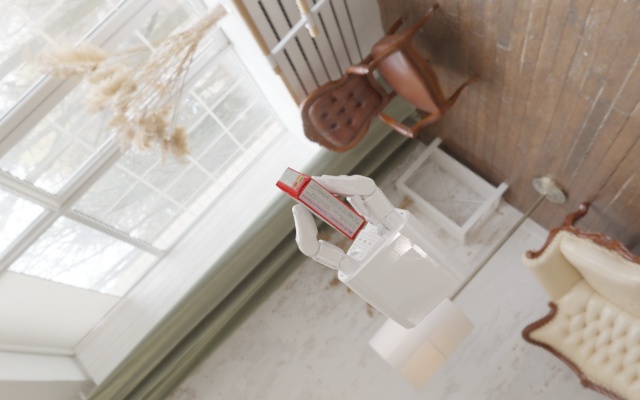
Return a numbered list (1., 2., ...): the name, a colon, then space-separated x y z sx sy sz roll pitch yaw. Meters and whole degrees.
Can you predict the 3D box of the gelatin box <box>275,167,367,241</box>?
1. gelatin box: 0.000 0.002 0.538 0.089 0.030 0.073 37 -3 -26
